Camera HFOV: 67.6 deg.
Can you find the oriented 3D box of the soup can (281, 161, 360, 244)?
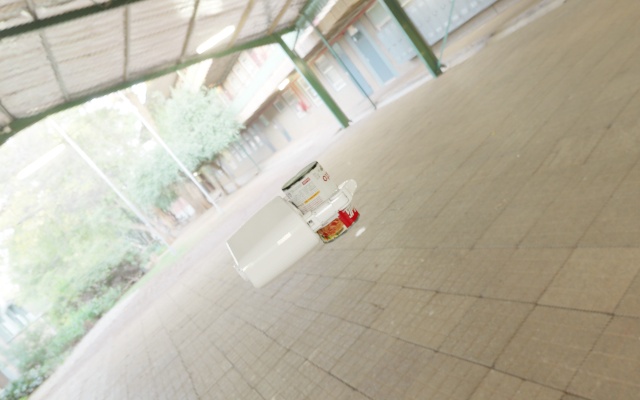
[{"bbox_3d":[0.000,0.002,0.687,0.068,0.102,0.068,-37,11,8],"label":"soup can"}]
